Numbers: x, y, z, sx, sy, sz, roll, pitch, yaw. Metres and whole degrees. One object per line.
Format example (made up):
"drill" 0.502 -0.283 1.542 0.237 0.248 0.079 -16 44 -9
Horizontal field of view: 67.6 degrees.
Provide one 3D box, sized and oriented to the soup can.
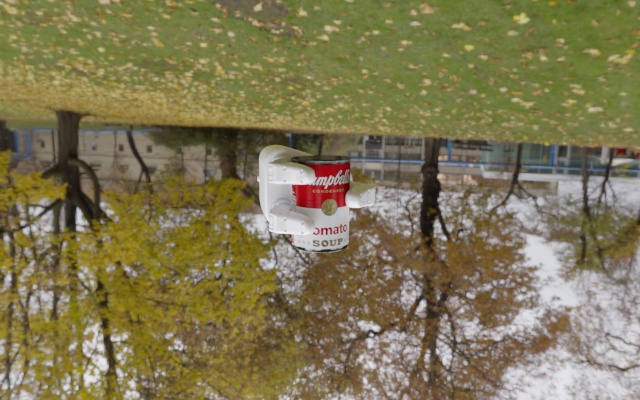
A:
"soup can" 0.000 0.002 0.547 0.068 0.102 0.068 1 11 0
